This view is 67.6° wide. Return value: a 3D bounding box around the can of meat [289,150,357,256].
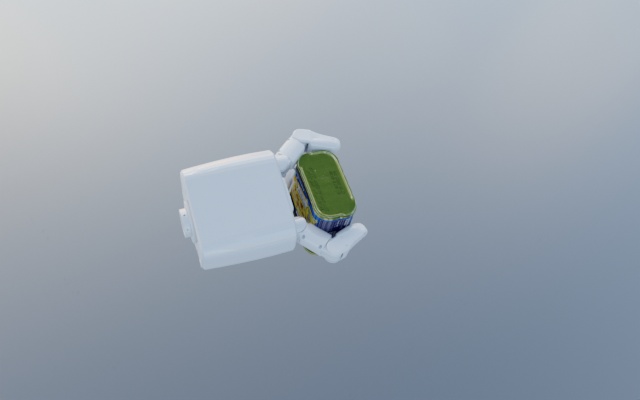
[{"bbox_3d":[0.000,0.002,0.582,0.057,0.102,0.084,-11,-31,-18],"label":"can of meat"}]
